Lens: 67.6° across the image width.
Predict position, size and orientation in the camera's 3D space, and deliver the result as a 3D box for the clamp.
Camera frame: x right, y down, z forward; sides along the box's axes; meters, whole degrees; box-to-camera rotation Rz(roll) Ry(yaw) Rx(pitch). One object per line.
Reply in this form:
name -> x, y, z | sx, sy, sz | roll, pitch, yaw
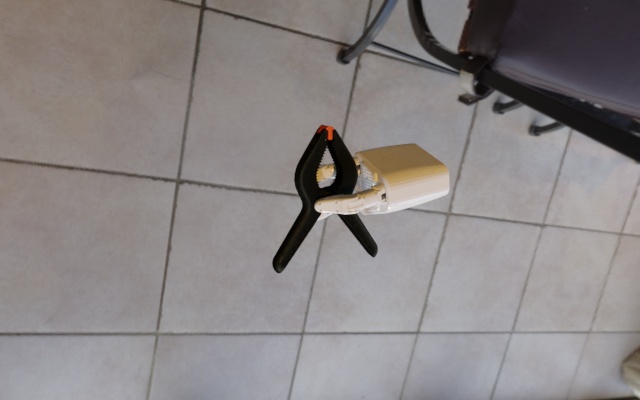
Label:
clamp -> 0.001, 0.002, 0.671 | 0.164, 0.210, 0.036 | -14, 18, -22
